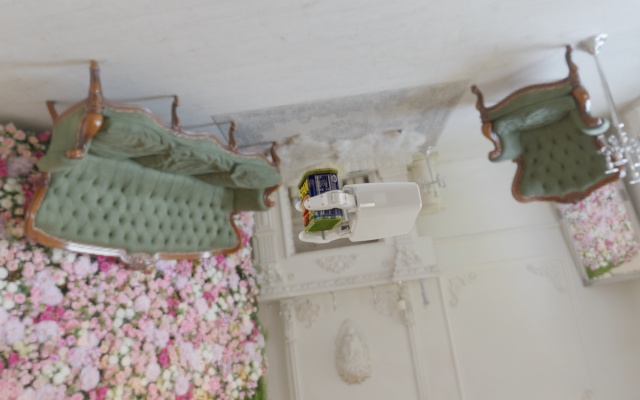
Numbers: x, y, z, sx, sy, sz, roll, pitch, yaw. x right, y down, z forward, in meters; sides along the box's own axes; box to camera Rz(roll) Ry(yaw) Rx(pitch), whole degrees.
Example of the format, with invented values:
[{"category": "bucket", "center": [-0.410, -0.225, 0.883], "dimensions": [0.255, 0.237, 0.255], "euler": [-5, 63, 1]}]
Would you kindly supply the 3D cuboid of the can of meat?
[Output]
[{"category": "can of meat", "center": [0.000, 0.003, 0.789], "dimensions": [0.057, 0.084, 0.102], "euler": [-4, -15, -14]}]
